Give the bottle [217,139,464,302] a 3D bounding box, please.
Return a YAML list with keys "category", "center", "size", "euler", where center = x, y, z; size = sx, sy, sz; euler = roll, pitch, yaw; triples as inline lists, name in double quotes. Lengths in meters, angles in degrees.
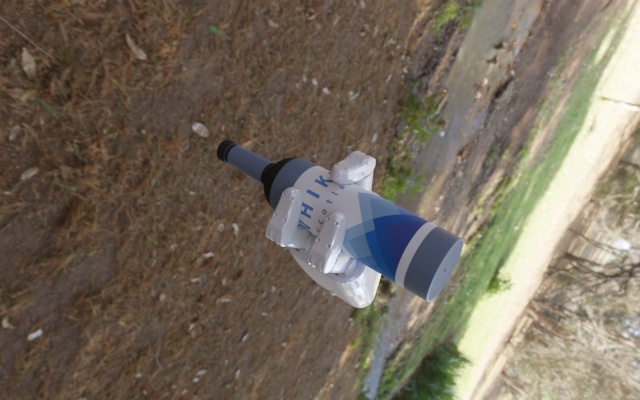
- category: "bottle"
  center: [0.000, 0.002, 0.504]
  size: [0.295, 0.069, 0.069]
  euler: [29, 14, 27]
